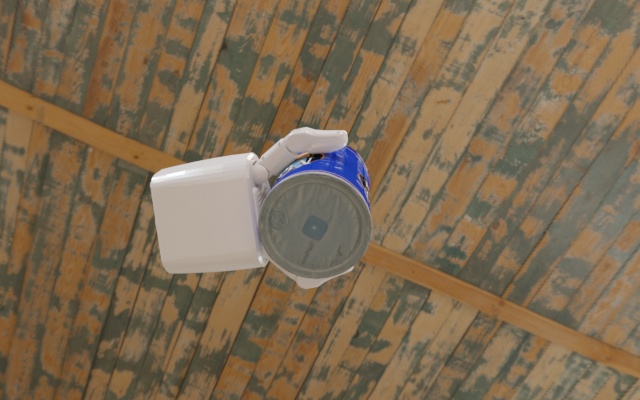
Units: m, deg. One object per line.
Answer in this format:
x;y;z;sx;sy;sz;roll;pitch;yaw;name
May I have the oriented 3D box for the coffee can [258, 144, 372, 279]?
0.000;0.002;0.490;0.103;0.103;0.140;0;20;5;coffee can
